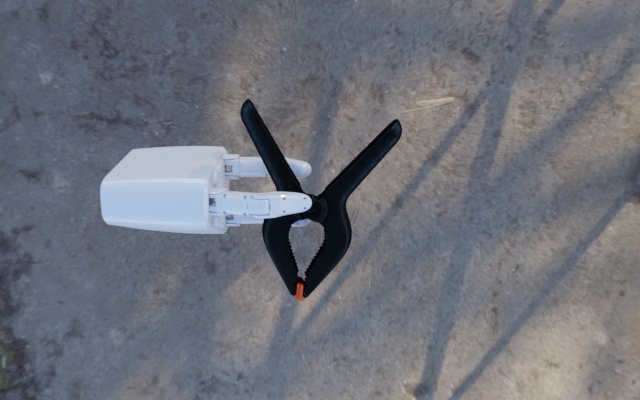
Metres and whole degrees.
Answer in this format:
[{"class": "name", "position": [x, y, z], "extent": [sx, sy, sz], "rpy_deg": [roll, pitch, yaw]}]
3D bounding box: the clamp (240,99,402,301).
[{"class": "clamp", "position": [0.000, 0.002, 0.500], "extent": [0.164, 0.210, 0.036], "rpy_deg": [1, 10, 0]}]
